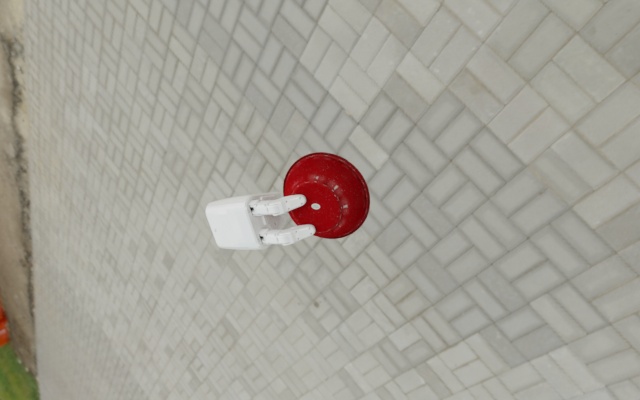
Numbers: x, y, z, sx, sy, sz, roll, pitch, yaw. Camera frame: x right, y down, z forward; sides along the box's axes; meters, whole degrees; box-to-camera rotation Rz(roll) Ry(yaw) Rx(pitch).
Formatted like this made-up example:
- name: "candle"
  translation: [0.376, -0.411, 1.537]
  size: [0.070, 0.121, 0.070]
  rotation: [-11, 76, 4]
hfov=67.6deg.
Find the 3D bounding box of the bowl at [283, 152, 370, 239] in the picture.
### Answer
- name: "bowl"
  translation: [0.001, 0.002, 0.810]
  size: [0.162, 0.162, 0.055]
  rotation: [0, 21, 21]
